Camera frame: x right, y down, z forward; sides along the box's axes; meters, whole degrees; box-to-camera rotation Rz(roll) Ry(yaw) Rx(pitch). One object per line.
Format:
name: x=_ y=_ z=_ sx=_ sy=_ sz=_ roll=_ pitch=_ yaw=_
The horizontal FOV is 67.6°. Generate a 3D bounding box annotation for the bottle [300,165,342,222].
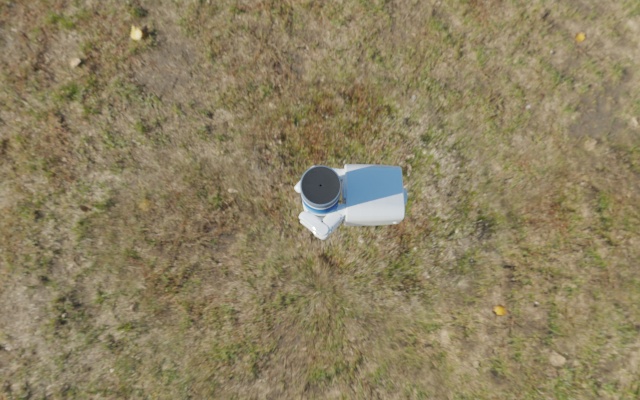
bottle: x=0.000 y=0.003 z=0.900 sx=0.069 sy=0.069 sz=0.296 roll=0 pitch=-11 yaw=0
